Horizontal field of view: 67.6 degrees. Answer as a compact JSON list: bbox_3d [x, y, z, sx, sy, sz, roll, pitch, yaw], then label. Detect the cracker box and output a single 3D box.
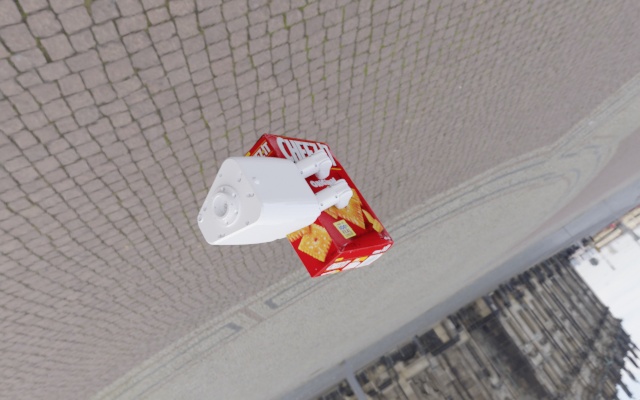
[{"bbox_3d":[0.000,0.003,0.725,0.072,0.213,0.164,-43,-23,27],"label":"cracker box"}]
